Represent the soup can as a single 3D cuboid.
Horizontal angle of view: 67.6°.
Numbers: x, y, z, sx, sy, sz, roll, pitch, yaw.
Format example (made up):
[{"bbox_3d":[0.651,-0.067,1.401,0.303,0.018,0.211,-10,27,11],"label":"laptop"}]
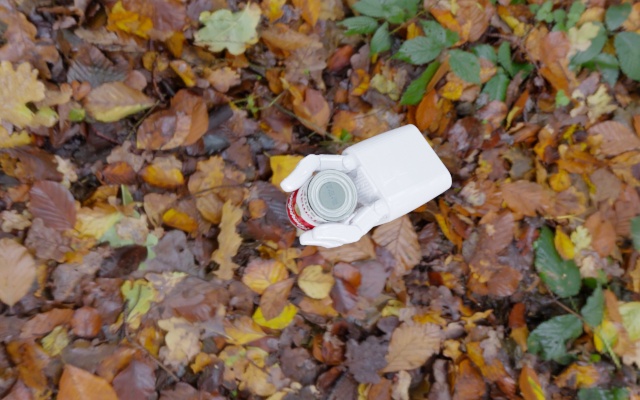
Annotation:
[{"bbox_3d":[0.000,0.002,0.626,0.068,0.068,0.102,0,-10,-19],"label":"soup can"}]
